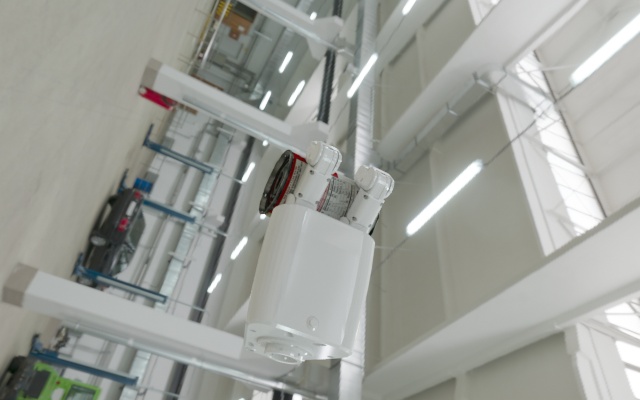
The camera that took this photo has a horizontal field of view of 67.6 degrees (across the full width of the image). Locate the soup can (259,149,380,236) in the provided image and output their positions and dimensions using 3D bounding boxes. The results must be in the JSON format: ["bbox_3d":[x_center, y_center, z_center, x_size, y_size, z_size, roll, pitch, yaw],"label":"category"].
[{"bbox_3d":[0.000,0.001,0.470,0.102,0.068,0.068,24,-7,-17],"label":"soup can"}]
